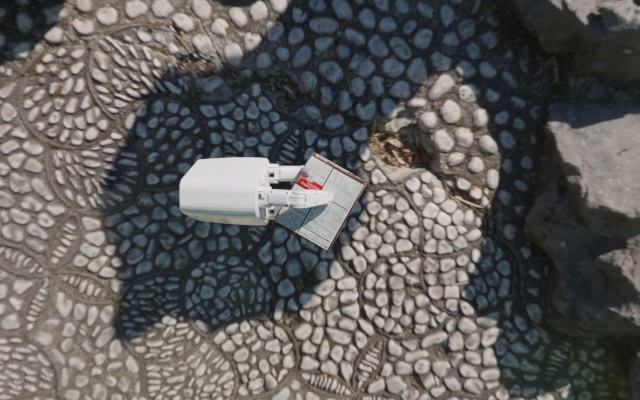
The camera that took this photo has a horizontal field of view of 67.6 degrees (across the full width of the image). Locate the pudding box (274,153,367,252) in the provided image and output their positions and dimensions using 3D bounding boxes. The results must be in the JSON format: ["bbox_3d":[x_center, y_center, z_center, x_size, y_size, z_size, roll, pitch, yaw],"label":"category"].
[{"bbox_3d":[0.000,0.002,0.670,0.090,0.113,0.039,30,9,1],"label":"pudding box"}]
